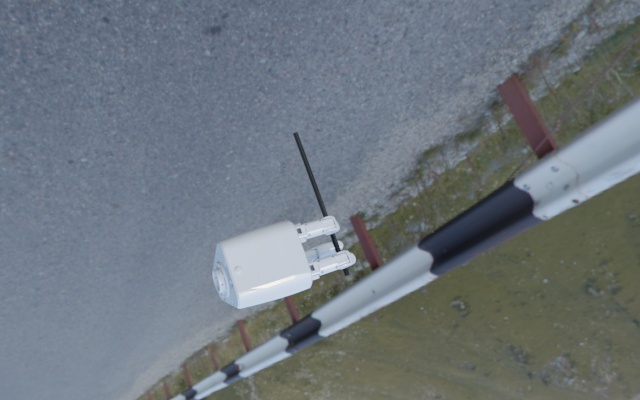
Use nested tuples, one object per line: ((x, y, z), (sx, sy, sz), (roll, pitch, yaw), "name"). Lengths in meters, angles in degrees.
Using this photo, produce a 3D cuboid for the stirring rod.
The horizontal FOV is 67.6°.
((0.000, 0.002, 0.745), (0.011, 0.239, 0.011), (-19, -11, -4), "stirring rod")
